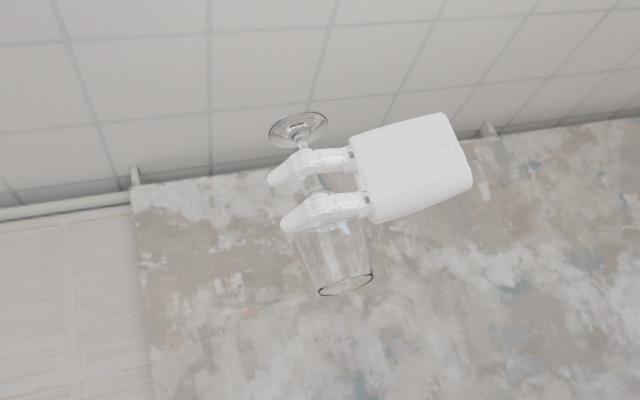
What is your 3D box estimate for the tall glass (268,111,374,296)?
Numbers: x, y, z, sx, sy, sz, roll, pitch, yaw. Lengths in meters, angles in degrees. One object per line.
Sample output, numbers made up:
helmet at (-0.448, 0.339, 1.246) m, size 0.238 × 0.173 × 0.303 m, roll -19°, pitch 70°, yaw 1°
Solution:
tall glass at (0.000, 0.001, 0.538) m, size 0.079 × 0.201 × 0.079 m, roll -14°, pitch -23°, yaw -6°
